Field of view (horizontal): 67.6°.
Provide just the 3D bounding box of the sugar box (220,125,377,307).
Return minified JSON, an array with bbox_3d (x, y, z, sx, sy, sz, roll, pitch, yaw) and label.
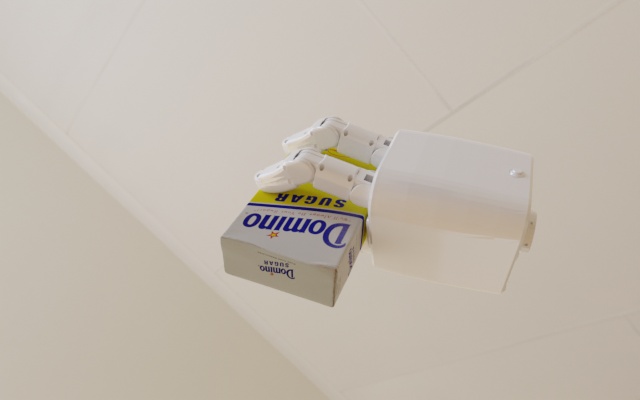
[{"bbox_3d":[0.000,0.001,0.406,0.093,0.048,0.176,14,39,16],"label":"sugar box"}]
